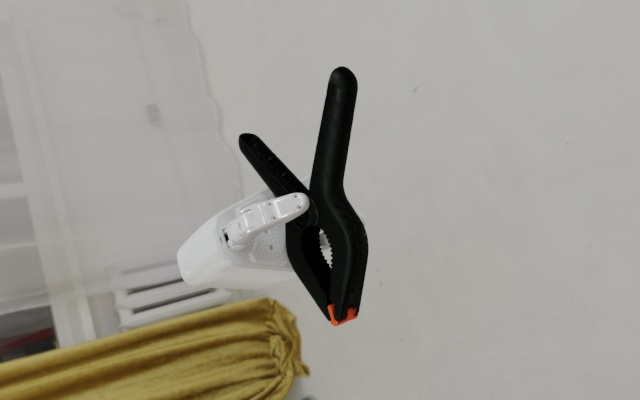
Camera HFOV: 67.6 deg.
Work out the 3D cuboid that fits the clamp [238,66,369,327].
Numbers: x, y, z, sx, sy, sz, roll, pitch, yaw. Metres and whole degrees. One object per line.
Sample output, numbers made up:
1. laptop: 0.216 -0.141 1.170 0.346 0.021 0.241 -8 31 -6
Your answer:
1. clamp: -0.001 0.002 0.419 0.036 0.210 0.164 -10 -14 -40
